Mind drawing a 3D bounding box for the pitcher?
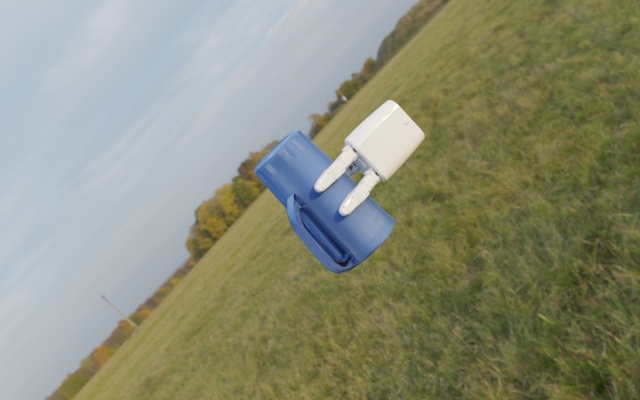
[{"bbox_3d":[0.000,0.003,0.823,0.145,0.243,0.149,-45,7,-5],"label":"pitcher"}]
